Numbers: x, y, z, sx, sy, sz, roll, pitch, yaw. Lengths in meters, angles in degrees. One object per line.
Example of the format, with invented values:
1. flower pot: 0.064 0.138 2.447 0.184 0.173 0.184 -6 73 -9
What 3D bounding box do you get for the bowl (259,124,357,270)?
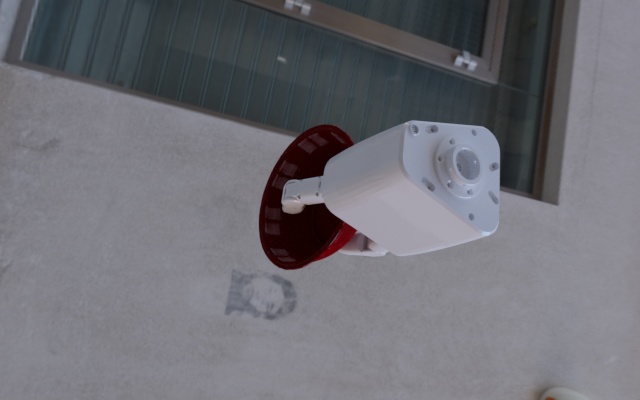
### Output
1. bowl: 0.000 0.002 0.524 0.055 0.162 0.162 22 -14 -37
